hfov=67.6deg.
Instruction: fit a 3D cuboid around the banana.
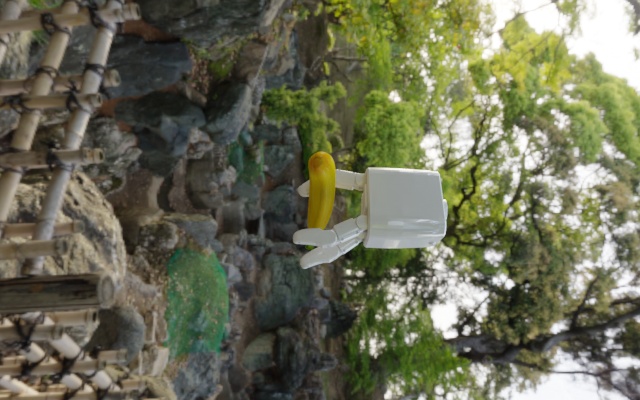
[{"bbox_3d":[0.001,-0.011,0.645,0.037,0.069,0.198,4,-37,1],"label":"banana"}]
